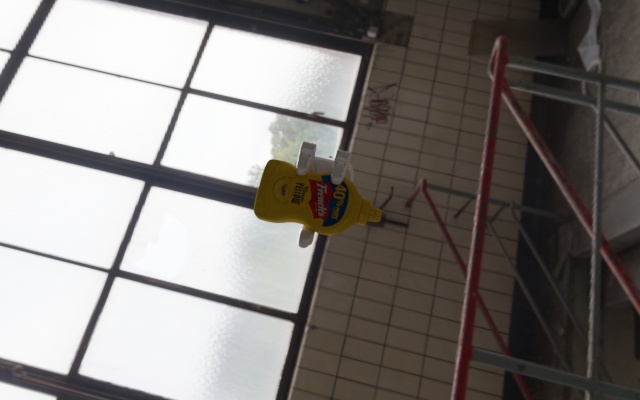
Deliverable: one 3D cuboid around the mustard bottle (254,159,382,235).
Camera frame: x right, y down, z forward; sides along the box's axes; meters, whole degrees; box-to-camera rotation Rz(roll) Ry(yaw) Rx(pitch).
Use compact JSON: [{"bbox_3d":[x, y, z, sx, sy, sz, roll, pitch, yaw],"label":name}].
[{"bbox_3d":[0.000,0.002,0.738,0.191,0.096,0.058,13,-13,4],"label":"mustard bottle"}]
